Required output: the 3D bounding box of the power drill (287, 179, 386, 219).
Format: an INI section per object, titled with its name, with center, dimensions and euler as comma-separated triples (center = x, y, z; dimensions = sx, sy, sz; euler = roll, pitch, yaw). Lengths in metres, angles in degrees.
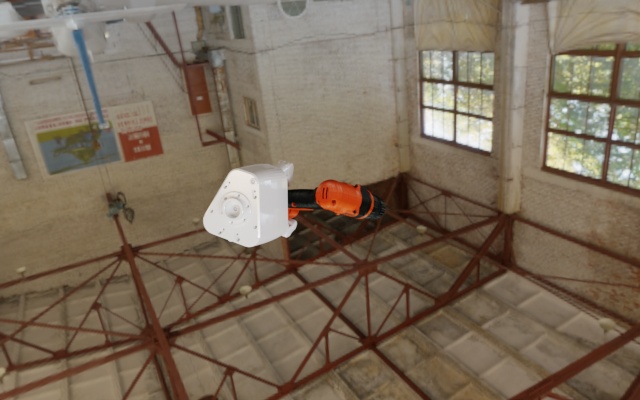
[power drill]
center = 0.000, 0.003, 0.821
dimensions = 0.187, 0.057, 0.184
euler = -3, -12, 33
